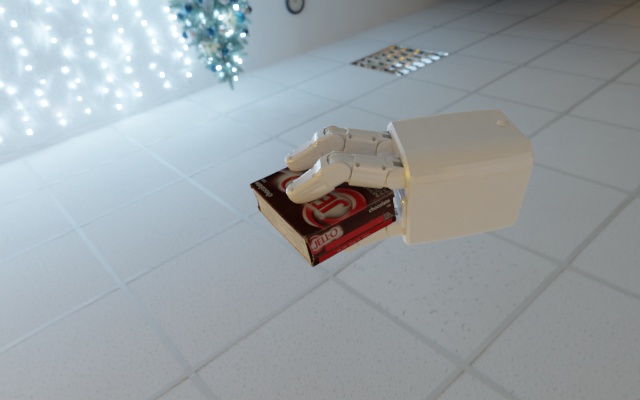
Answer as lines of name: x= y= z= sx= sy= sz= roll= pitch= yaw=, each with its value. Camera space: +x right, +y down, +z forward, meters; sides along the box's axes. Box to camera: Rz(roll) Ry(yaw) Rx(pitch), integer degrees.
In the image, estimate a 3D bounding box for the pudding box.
pudding box: x=0.000 y=0.002 z=0.438 sx=0.090 sy=0.039 sz=0.113 roll=-26 pitch=35 yaw=-21
